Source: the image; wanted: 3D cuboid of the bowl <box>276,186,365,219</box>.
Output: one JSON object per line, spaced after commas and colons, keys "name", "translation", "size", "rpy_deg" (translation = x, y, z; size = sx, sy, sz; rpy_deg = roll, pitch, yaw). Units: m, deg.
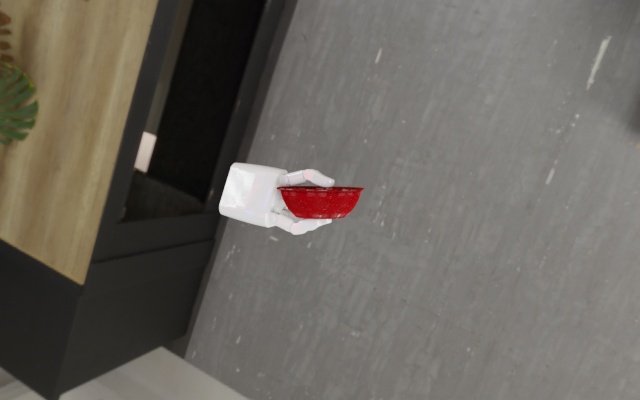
{"name": "bowl", "translation": [0.001, 0.003, 0.873], "size": [0.162, 0.055, 0.162], "rpy_deg": [0, 3, 0]}
